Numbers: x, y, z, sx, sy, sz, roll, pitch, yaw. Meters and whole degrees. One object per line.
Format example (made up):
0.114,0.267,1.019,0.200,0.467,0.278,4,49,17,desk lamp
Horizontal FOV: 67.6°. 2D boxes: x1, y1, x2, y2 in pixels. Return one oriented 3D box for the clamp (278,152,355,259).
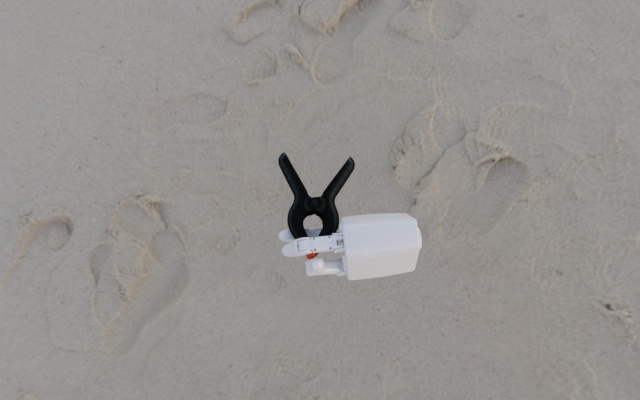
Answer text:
0.000,0.002,0.738,0.120,0.171,0.039,-6,-14,2,clamp
